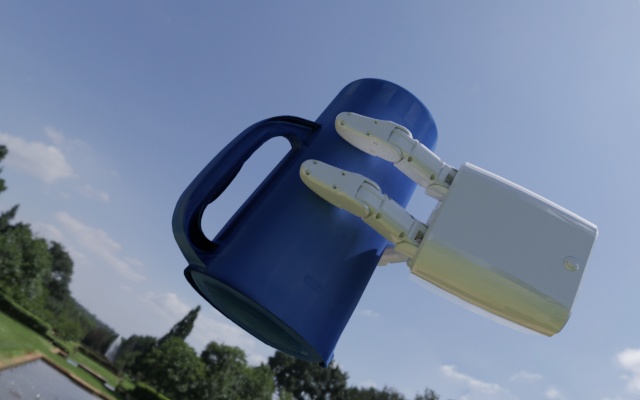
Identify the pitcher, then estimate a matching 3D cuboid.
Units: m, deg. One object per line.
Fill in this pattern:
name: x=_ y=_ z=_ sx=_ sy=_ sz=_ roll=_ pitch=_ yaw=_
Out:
pitcher: x=0.000 y=0.001 z=0.412 sx=0.145 sy=0.242 sz=0.149 roll=27 pitch=-26 yaw=15
